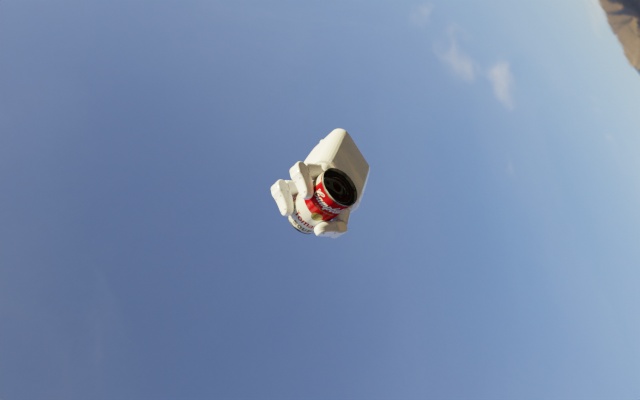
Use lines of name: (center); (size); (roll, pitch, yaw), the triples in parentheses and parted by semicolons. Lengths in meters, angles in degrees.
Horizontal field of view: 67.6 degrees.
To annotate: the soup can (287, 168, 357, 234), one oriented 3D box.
soup can: (0.000, 0.003, 0.760); (0.068, 0.068, 0.102); (0, -28, -43)
